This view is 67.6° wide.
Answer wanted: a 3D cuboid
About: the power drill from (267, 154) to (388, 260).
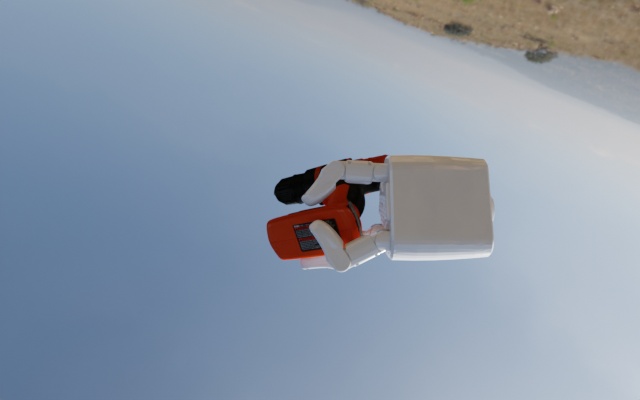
[{"bbox_3d":[0.000,0.002,0.605,0.184,0.057,0.187,-12,22,22],"label":"power drill"}]
